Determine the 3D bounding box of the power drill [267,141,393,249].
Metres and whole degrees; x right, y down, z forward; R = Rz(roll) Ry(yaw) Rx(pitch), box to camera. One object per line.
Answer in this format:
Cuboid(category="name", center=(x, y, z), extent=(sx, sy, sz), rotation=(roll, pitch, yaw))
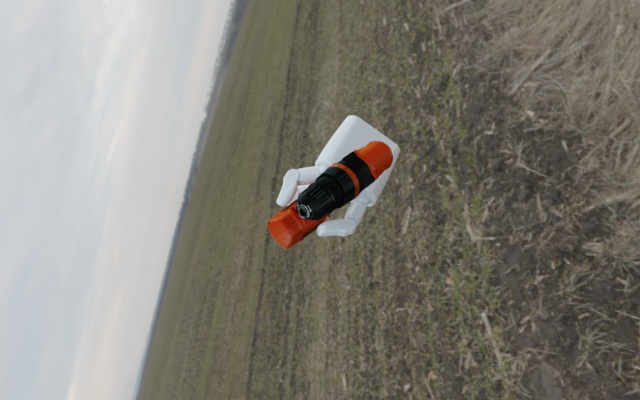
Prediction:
Cuboid(category="power drill", center=(0.000, 0.002, 0.667), extent=(0.184, 0.057, 0.188), rotation=(-34, -2, -41))
